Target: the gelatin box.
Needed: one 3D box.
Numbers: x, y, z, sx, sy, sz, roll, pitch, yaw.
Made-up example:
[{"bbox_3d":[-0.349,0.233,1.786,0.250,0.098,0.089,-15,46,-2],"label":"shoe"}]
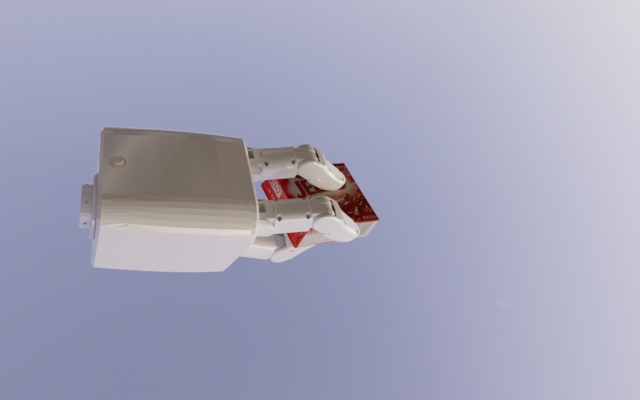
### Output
[{"bbox_3d":[0.000,0.002,0.440,0.089,0.073,0.030,-5,-36,-38],"label":"gelatin box"}]
